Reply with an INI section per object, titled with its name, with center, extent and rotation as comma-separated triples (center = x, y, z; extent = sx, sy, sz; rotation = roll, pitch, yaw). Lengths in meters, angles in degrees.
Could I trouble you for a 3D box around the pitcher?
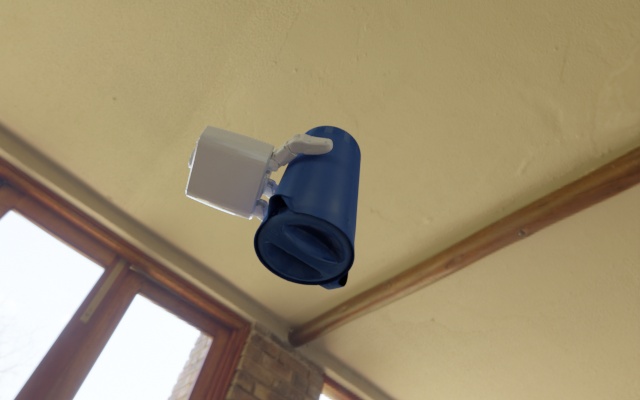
[pitcher]
center = 0.000, 0.002, 0.708
extent = 0.145, 0.149, 0.242
rotation = 19, 41, -4
